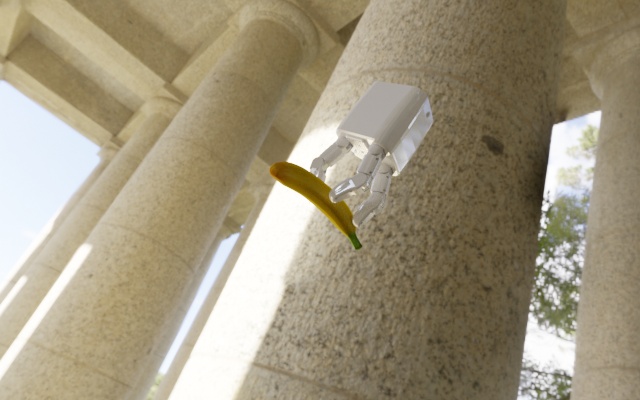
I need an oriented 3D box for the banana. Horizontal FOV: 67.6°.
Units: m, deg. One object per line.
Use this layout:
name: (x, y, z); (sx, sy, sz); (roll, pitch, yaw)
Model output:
banana: (-0.003, -0.005, 0.675); (0.198, 0.037, 0.069); (41, 12, -34)
